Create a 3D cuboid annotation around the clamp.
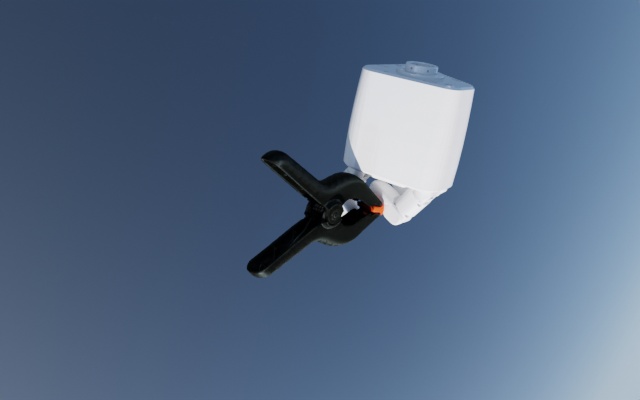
[{"bbox_3d":[0.001,0.002,0.479,0.171,0.120,0.039,-16,33,-42],"label":"clamp"}]
